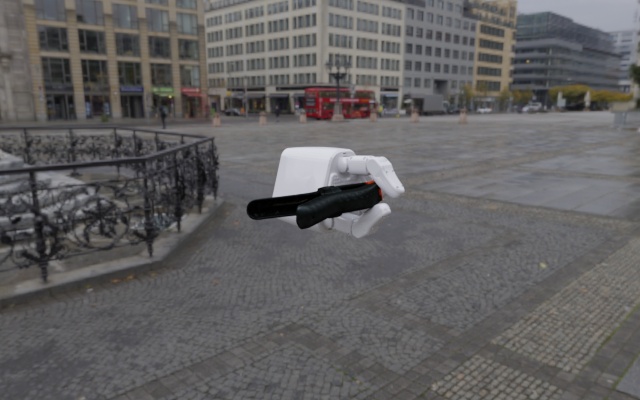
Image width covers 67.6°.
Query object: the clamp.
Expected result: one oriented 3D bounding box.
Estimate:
[{"bbox_3d":[0.000,0.001,0.573,0.120,0.039,0.171,11,16,44],"label":"clamp"}]
